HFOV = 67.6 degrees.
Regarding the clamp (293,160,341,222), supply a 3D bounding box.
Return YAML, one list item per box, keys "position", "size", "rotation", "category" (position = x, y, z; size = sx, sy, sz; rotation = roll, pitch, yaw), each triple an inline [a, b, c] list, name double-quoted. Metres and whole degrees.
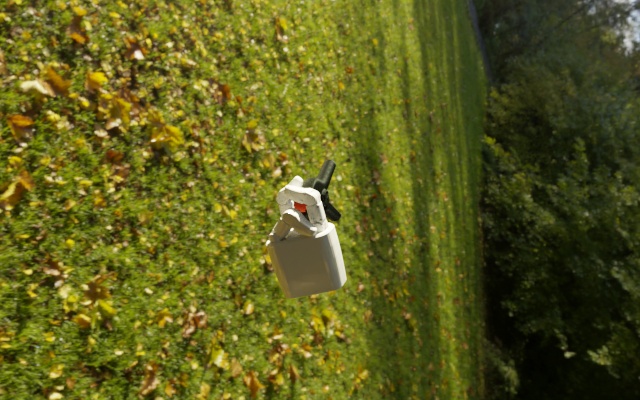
- position: [0.001, 0.003, 0.871]
  size: [0.039, 0.120, 0.171]
  rotation: [-8, 17, 26]
  category: "clamp"
